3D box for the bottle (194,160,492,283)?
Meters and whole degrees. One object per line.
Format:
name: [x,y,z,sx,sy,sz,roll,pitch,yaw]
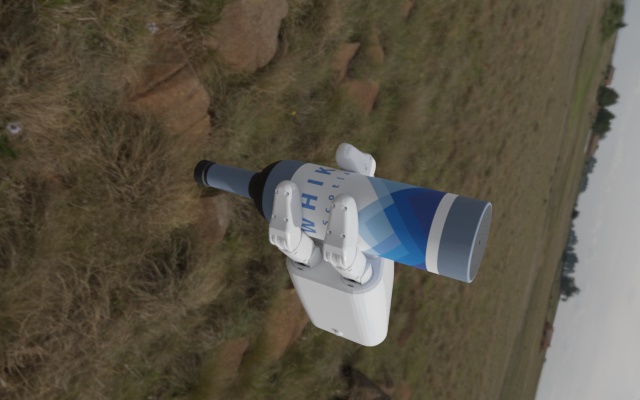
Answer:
bottle: [0.000,0.001,0.445,0.295,0.069,0.069,14,6,27]
